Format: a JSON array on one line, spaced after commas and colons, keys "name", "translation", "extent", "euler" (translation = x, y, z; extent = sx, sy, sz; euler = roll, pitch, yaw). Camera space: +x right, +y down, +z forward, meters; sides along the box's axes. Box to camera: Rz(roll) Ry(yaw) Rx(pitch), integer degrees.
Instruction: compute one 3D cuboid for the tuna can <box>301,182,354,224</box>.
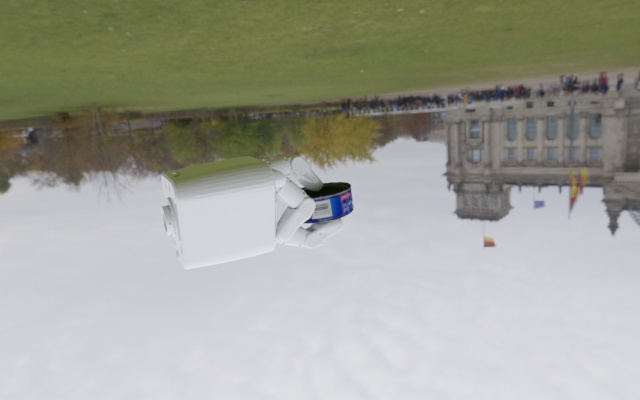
[{"name": "tuna can", "translation": [0.000, 0.003, 0.624], "extent": [0.086, 0.034, 0.086], "euler": [-9, 13, 2]}]
